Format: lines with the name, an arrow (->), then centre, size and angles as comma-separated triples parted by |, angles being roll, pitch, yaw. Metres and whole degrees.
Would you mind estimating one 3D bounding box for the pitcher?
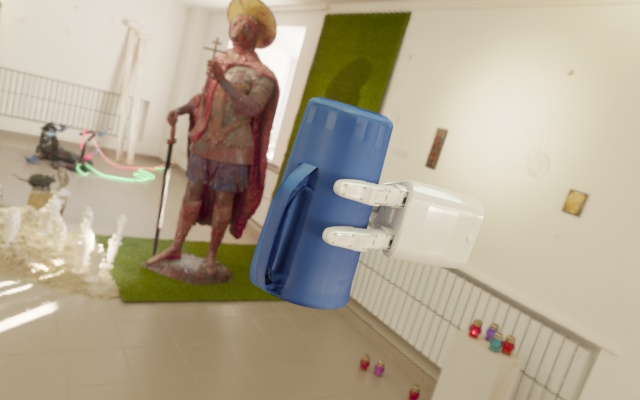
pitcher -> 0.000, 0.002, 0.587 | 0.145, 0.243, 0.149 | 13, 11, -15
